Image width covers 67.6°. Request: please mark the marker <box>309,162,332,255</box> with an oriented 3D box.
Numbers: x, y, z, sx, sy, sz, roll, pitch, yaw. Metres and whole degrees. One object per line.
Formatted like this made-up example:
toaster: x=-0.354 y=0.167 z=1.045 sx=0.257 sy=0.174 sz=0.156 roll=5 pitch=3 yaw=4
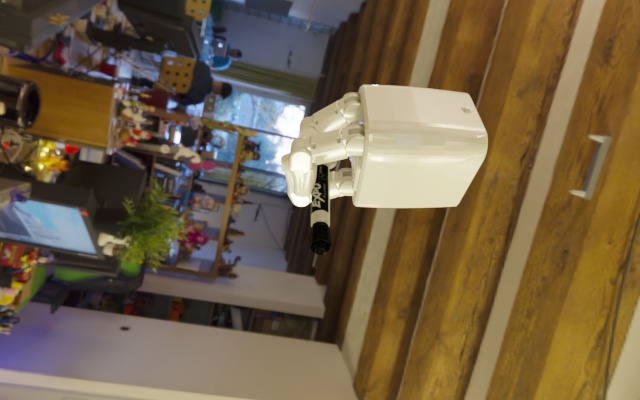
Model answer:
marker: x=0.000 y=0.001 z=0.442 sx=0.020 sy=0.020 sz=0.121 roll=0 pitch=43 yaw=0
